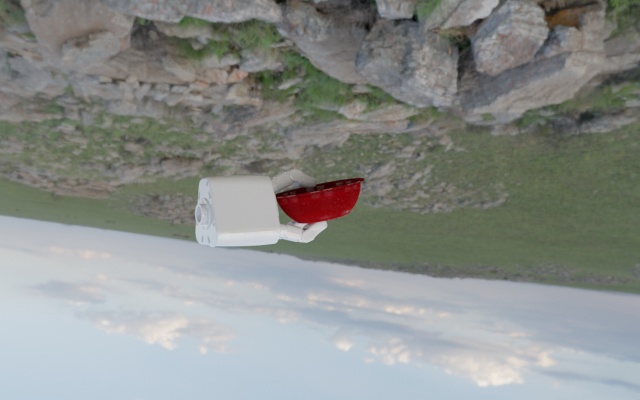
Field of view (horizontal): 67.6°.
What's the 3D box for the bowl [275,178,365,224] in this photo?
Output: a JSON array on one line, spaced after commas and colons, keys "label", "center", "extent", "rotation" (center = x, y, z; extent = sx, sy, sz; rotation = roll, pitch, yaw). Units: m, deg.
[{"label": "bowl", "center": [0.001, 0.003, 0.815], "extent": [0.162, 0.055, 0.162], "rotation": [-11, 6, 1]}]
